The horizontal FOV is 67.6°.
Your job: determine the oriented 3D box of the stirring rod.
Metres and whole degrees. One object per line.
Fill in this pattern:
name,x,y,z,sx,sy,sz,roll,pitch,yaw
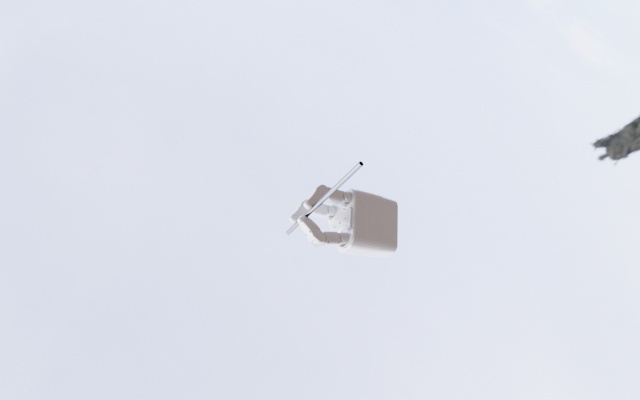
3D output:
stirring rod,0.000,0.003,0.793,0.011,0.011,0.240,0,-28,-35
